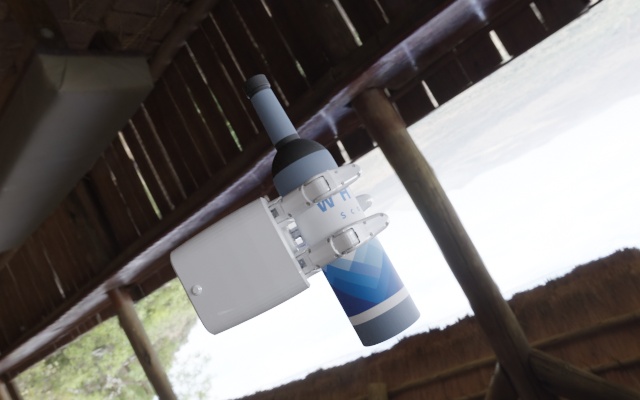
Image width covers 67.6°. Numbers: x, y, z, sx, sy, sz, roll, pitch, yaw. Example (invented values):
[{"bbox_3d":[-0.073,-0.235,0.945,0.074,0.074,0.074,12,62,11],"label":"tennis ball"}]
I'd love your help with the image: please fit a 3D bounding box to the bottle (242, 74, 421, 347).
[{"bbox_3d":[0.000,0.002,0.491,0.069,0.295,0.069,-29,-6,-3],"label":"bottle"}]
